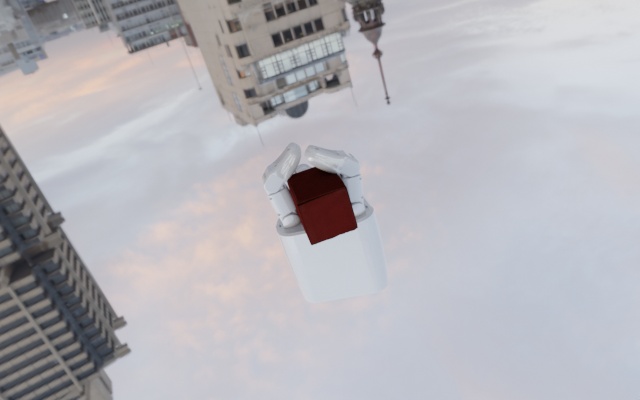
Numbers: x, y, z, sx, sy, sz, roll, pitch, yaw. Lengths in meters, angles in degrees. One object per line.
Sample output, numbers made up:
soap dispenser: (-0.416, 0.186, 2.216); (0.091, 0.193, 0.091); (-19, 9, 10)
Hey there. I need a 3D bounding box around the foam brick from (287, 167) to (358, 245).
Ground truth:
foam brick: (0.000, 0.002, 0.505); (0.053, 0.051, 0.078); (-19, 26, -4)
